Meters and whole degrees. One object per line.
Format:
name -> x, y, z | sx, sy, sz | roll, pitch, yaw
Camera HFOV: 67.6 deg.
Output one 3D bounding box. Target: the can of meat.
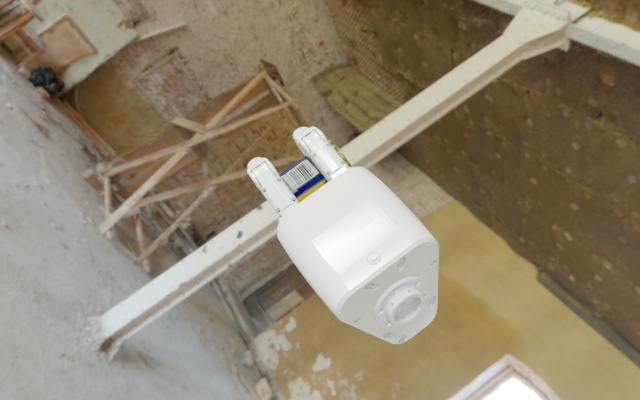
can of meat -> 0.000, 0.001, 0.485 | 0.084, 0.102, 0.057 | -35, 41, -5
